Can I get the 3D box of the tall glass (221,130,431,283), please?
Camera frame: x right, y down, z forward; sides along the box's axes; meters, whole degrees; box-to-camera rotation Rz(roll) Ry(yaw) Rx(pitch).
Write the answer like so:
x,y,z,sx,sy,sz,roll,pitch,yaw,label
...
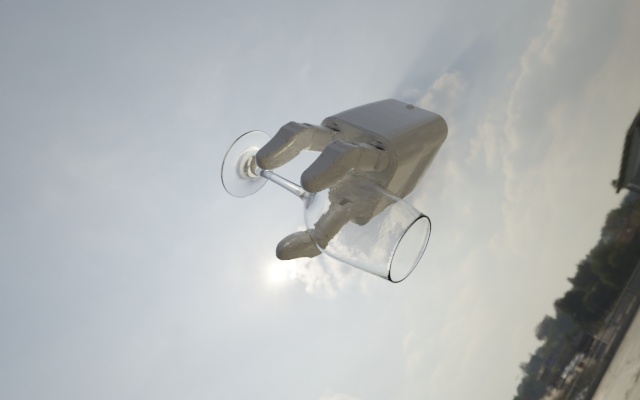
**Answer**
x,y,z,sx,sy,sz,roll,pitch,yaw,label
-0.001,0.001,0.443,0.201,0.079,0.079,28,16,33,tall glass
